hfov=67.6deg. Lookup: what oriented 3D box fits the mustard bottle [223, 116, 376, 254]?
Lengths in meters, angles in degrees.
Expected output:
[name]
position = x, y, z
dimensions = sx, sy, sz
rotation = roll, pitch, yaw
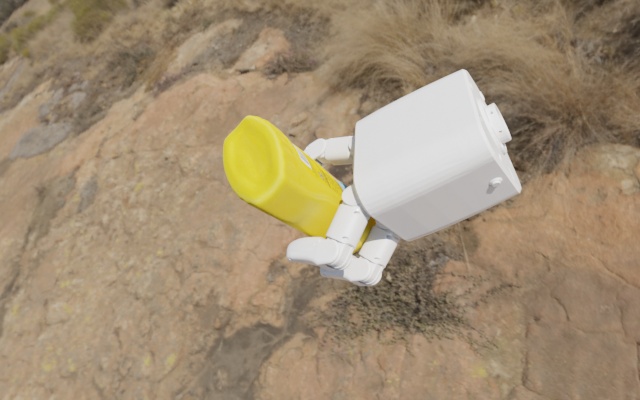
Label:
[mustard bottle]
position = 0.000, 0.002, 0.441
dimensions = 0.192, 0.058, 0.096
rotation = 33, 16, -45
